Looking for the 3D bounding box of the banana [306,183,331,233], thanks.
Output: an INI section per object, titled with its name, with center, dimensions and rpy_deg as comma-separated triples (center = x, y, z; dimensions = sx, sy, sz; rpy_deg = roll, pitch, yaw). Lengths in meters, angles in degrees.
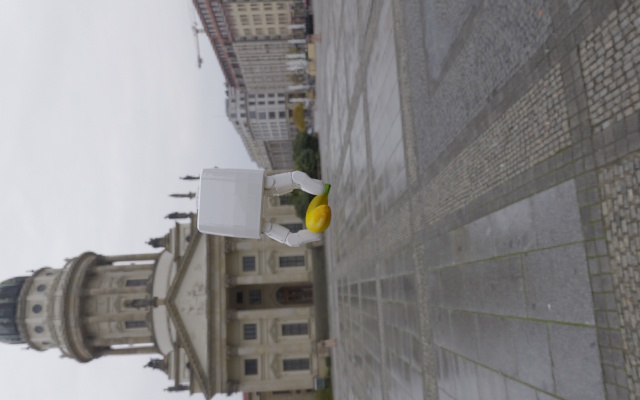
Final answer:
[banana]
center = -0.003, 0.020, 0.797
dimensions = 0.037, 0.070, 0.197
rpy_deg = 11, 13, -3
